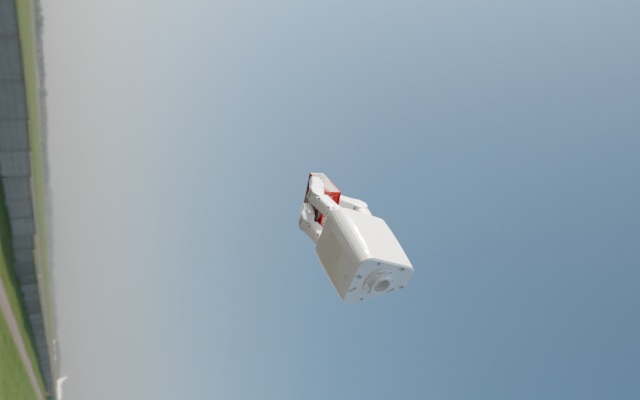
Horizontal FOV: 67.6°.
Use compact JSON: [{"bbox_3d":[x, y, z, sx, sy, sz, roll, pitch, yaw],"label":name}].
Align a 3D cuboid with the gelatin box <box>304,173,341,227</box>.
[{"bbox_3d":[0.000,0.003,0.807,0.030,0.073,0.089,2,24,-23],"label":"gelatin box"}]
